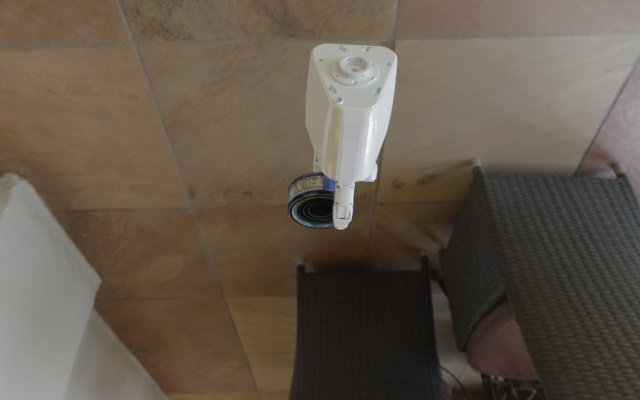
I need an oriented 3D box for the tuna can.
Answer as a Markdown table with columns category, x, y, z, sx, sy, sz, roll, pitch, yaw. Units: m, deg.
| category | x | y | z | sx | sy | sz | roll | pitch | yaw |
| --- | --- | --- | --- | --- | --- | --- | --- | --- | --- |
| tuna can | 0.000 | 0.003 | 0.618 | 0.086 | 0.033 | 0.086 | -1 | -34 | 0 |
